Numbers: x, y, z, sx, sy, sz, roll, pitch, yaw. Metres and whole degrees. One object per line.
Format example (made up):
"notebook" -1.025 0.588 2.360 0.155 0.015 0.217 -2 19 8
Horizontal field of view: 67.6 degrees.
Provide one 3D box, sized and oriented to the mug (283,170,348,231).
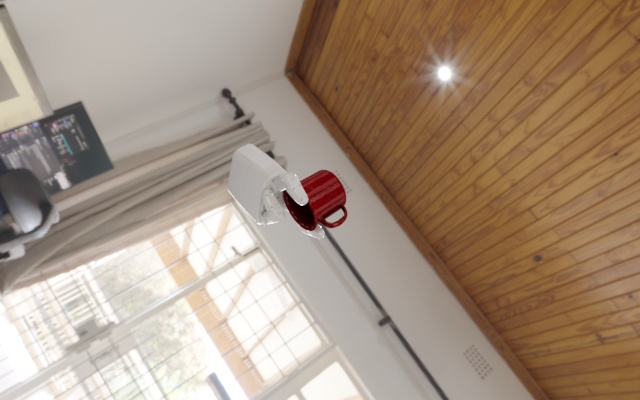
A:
"mug" 0.001 0.004 0.858 0.081 0.093 0.117 -32 58 -28
